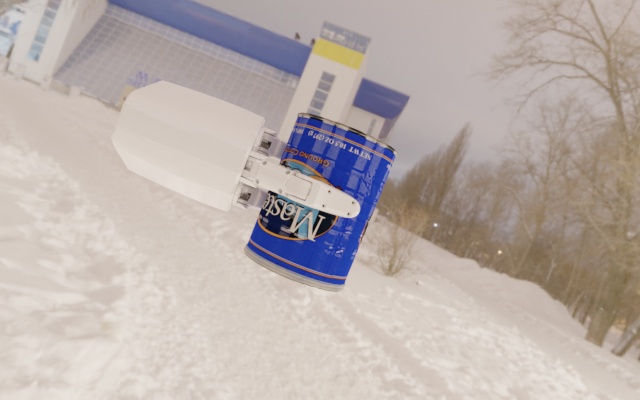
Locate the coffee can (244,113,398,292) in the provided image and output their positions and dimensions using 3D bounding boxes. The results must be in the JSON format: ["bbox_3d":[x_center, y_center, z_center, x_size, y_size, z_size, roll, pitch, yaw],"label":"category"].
[{"bbox_3d":[0.000,0.002,0.456,0.103,0.140,0.103,22,2,-1],"label":"coffee can"}]
